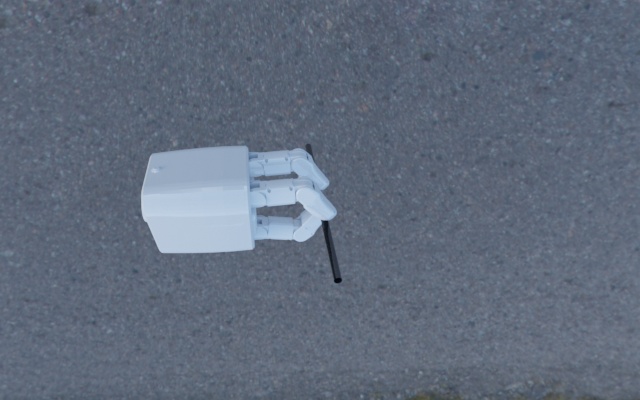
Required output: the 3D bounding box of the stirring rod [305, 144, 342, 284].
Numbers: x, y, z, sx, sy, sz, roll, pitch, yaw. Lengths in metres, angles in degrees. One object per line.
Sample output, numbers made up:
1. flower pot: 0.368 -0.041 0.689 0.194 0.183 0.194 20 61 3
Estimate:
1. stirring rod: 0.000 0.002 0.547 0.011 0.011 0.239 0 38 -10
